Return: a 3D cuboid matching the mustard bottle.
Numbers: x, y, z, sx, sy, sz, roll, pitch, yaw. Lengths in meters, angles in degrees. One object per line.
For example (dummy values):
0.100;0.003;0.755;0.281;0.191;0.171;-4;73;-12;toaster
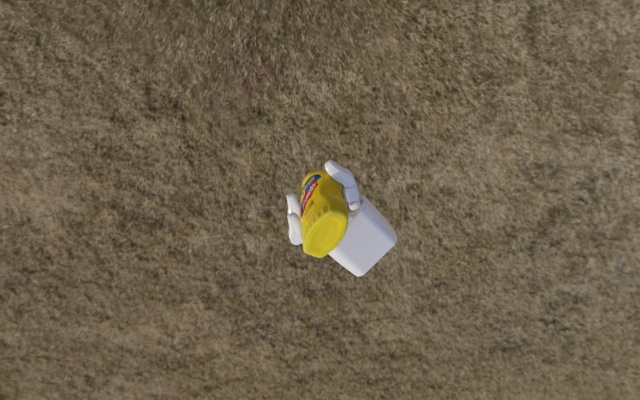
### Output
0.000;0.003;0.815;0.058;0.096;0.191;20;29;-18;mustard bottle
